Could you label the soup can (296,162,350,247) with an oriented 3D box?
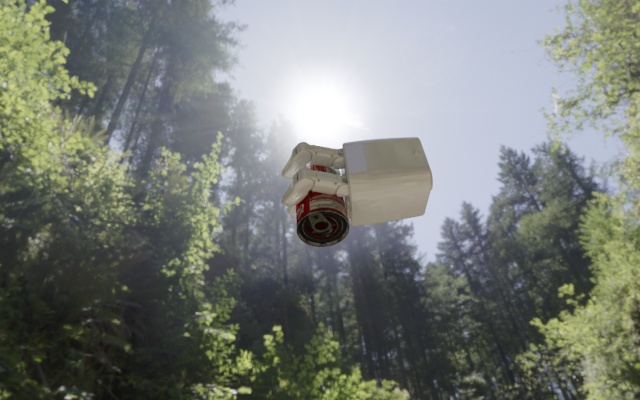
[{"bbox_3d":[0.000,0.002,0.643,0.068,0.069,0.102,0,44,-5],"label":"soup can"}]
